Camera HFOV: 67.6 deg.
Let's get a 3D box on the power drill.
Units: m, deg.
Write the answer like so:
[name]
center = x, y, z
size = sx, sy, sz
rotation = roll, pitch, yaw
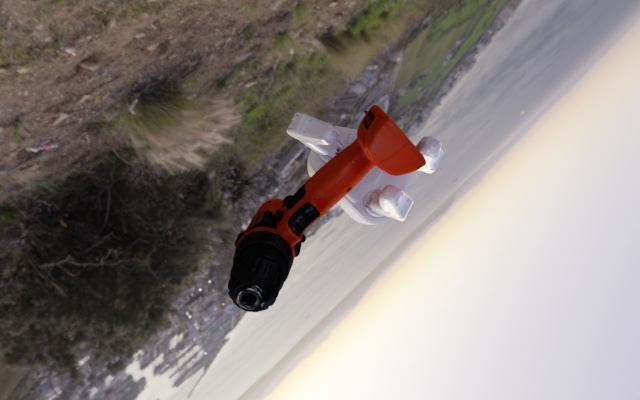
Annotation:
[power drill]
center = 0.000, 0.001, 0.422
size = 0.188, 0.057, 0.184
rotation = -39, 14, 13
